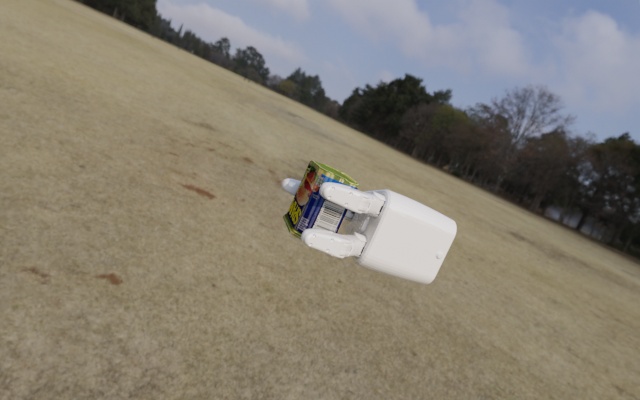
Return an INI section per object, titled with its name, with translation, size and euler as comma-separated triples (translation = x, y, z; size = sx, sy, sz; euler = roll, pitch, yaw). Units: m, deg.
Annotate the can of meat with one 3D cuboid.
[can of meat]
translation = 0.000, 0.002, 0.579
size = 0.057, 0.084, 0.102
euler = 22, 8, -15
